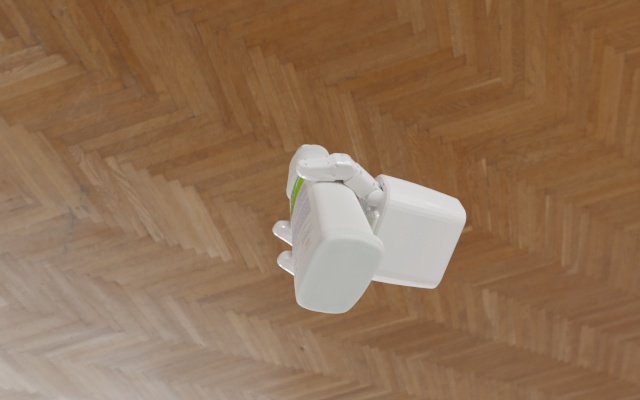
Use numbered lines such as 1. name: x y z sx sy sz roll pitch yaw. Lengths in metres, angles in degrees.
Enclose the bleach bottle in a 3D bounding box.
1. bleach bottle: 0.000 0.002 0.541 0.068 0.103 0.250 14 32 -18
